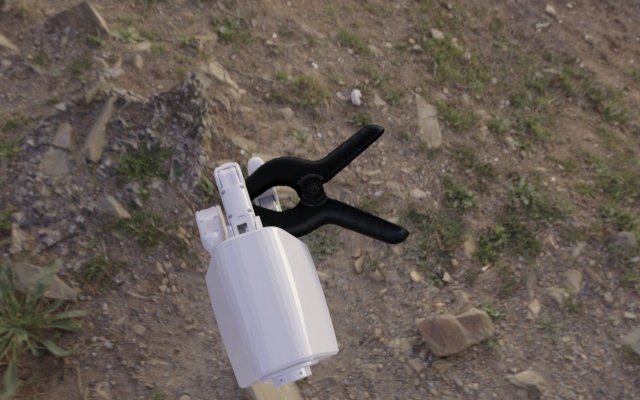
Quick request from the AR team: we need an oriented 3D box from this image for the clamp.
[{"bbox_3d":[0.000,0.001,0.450,0.171,0.120,0.039,-18,-20,-8],"label":"clamp"}]
